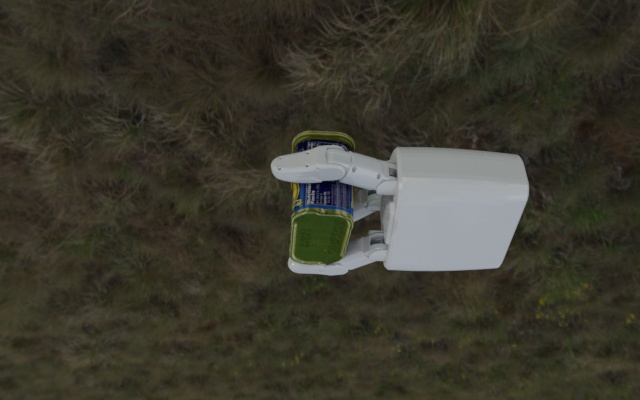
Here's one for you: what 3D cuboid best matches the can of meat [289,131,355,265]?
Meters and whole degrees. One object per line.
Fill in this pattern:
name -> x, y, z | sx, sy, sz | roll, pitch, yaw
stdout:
can of meat -> 0.000, 0.002, 0.438 | 0.057, 0.084, 0.102 | 3, -32, -3
